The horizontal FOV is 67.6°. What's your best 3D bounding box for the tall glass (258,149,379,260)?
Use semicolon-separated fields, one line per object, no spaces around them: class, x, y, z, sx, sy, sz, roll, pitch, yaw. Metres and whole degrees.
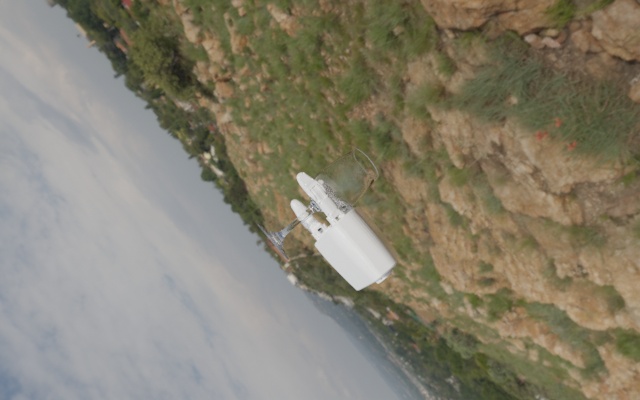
tall glass;0.000;0.003;0.768;0.201;0.079;0.079;-41;7;-8
